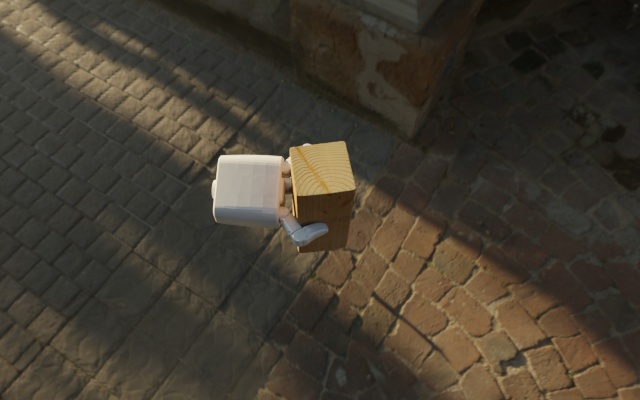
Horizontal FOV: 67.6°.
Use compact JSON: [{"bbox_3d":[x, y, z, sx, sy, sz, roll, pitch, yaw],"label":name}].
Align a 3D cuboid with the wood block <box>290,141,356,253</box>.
[{"bbox_3d":[0.000,0.003,0.800,0.090,0.090,0.206,-7,-29,-5],"label":"wood block"}]
